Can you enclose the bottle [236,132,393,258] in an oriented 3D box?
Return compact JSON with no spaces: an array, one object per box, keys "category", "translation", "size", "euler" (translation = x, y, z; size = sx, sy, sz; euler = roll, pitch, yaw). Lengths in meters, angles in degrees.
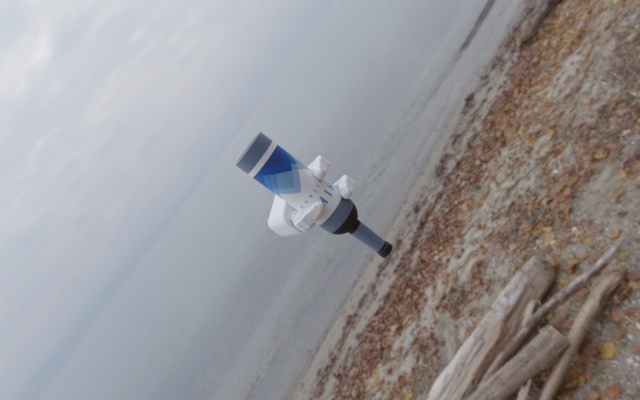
[{"category":"bottle","translation":[0.000,0.002,0.787],"size":[0.296,0.069,0.069],"euler":[36,-9,-13]}]
